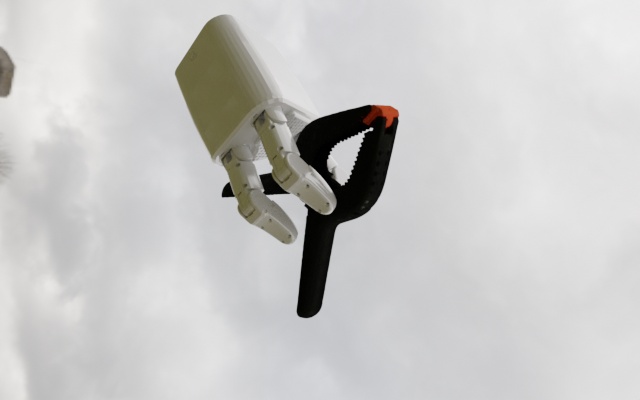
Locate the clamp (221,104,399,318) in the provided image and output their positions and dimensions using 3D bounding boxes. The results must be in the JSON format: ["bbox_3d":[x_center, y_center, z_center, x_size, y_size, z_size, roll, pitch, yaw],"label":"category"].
[{"bbox_3d":[0.001,0.001,0.433,0.210,0.164,0.036,-41,-17,35],"label":"clamp"}]
